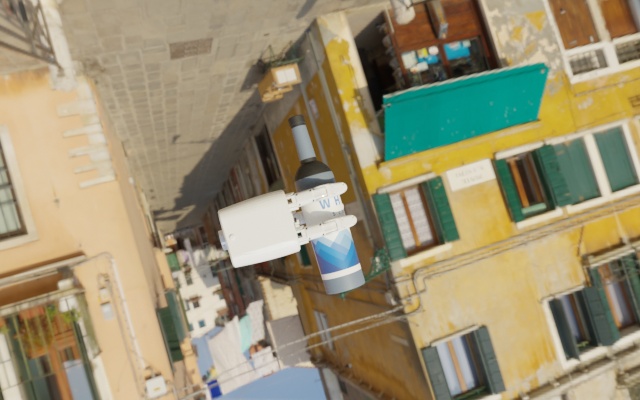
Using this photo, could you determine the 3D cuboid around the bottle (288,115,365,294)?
[{"bbox_3d":[0.000,0.003,0.790,0.069,0.295,0.069,-16,-2,-1],"label":"bottle"}]
